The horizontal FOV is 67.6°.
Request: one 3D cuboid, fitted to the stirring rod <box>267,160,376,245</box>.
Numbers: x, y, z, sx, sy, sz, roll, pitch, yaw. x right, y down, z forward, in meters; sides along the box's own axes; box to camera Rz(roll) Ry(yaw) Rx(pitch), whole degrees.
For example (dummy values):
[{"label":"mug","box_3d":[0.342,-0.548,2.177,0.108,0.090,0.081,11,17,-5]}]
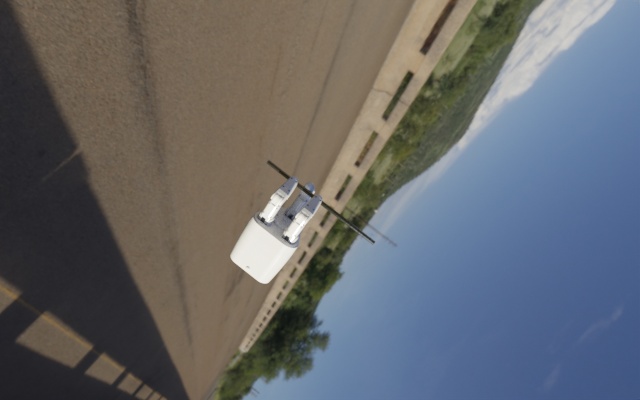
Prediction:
[{"label":"stirring rod","box_3d":[0.000,0.003,0.856,0.239,0.011,0.011,37,3,4]}]
